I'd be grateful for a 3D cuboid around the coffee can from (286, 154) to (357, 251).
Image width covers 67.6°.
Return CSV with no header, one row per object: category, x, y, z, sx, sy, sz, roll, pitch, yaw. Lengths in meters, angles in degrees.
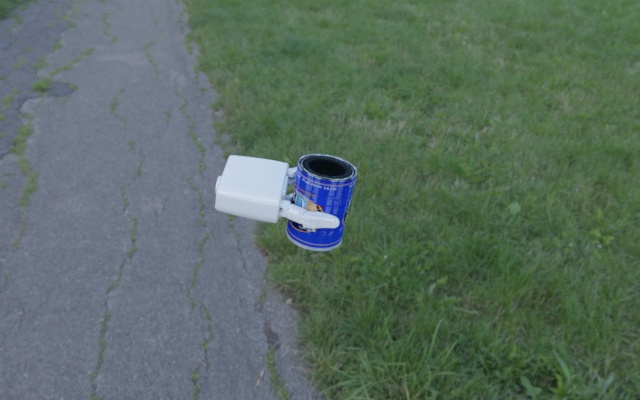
coffee can,0.000,0.003,0.834,0.103,0.140,0.102,9,28,-5
